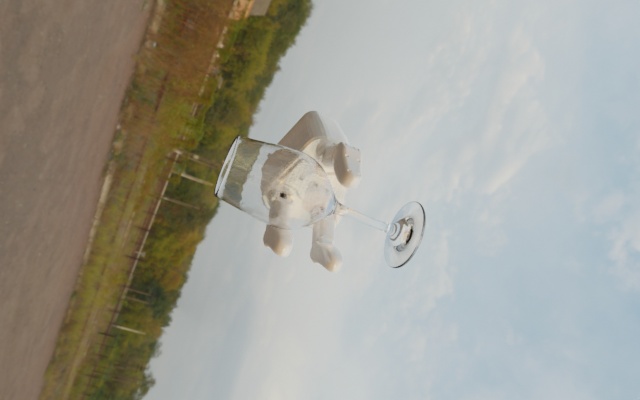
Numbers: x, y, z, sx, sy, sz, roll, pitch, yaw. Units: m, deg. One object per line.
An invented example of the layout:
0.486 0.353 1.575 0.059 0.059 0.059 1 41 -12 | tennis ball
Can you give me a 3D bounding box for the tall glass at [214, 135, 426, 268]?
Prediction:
0.001 0.002 0.475 0.201 0.079 0.079 21 -7 -17 | tall glass
